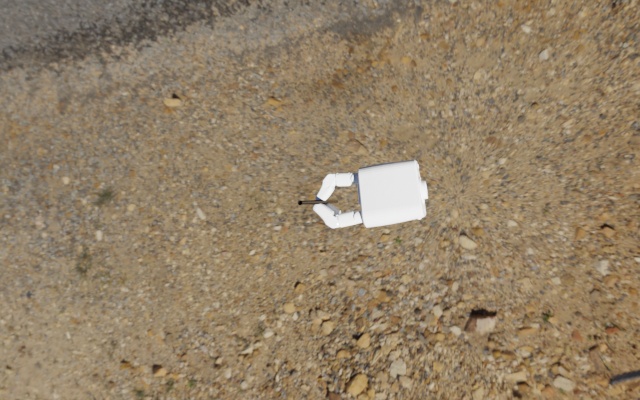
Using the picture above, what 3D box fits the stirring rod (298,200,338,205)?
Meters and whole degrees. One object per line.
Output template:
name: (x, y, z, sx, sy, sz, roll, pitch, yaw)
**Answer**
stirring rod: (0.000, 0.003, 0.883, 0.011, 0.011, 0.239, 0, 0, 16)
